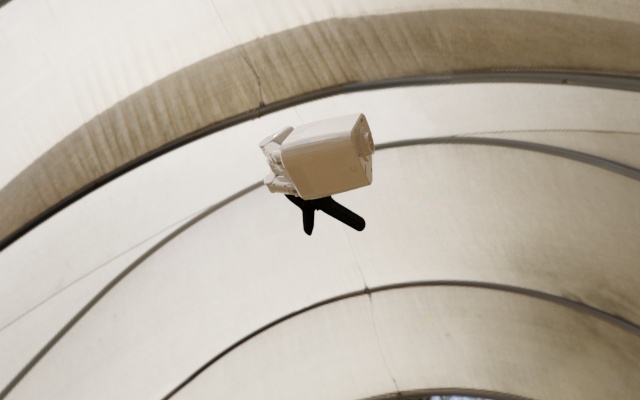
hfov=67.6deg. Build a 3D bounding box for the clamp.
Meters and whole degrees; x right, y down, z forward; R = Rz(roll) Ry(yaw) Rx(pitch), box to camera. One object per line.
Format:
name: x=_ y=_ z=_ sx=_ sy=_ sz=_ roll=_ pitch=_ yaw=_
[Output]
clamp: x=0.000 y=0.002 z=0.779 sx=0.120 sy=0.039 sz=0.172 roll=-6 pitch=-40 yaw=22
